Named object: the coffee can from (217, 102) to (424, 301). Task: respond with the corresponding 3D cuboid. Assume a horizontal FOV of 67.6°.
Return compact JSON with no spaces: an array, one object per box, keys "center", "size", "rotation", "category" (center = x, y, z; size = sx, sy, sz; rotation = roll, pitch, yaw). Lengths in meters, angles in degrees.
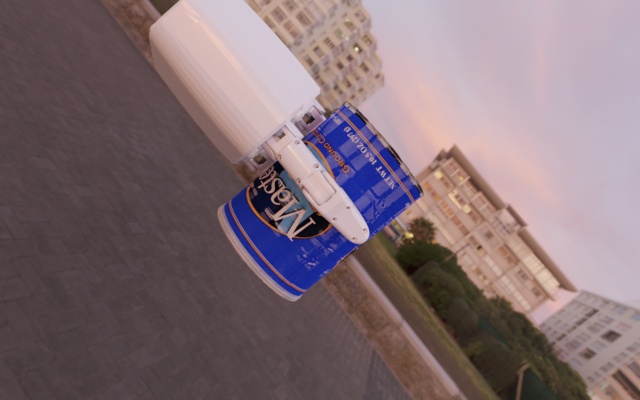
[{"center":[0.000,0.002,0.404],"size":[0.140,0.103,0.103],"rotation":[-40,-4,4],"category":"coffee can"}]
